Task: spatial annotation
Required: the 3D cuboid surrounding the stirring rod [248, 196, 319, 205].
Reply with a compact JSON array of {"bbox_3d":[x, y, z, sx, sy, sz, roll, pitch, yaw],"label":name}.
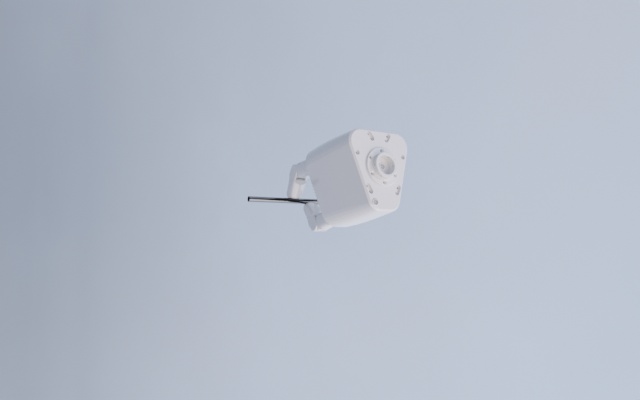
[{"bbox_3d":[0.000,0.002,0.746,0.239,0.011,0.011,3,-1,-31],"label":"stirring rod"}]
